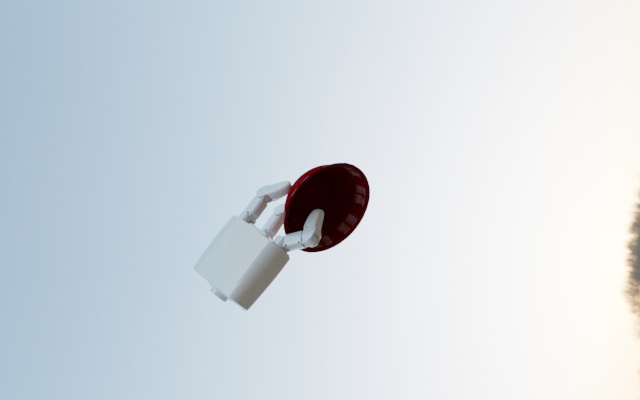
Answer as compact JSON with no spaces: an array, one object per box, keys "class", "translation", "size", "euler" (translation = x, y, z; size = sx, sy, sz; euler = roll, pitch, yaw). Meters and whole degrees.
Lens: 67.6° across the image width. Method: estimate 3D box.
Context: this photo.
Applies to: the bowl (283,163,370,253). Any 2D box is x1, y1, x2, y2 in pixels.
[{"class":"bowl","translation":[0.001,0.002,0.772],"size":[0.162,0.162,0.055],"euler":[0,28,-36]}]
